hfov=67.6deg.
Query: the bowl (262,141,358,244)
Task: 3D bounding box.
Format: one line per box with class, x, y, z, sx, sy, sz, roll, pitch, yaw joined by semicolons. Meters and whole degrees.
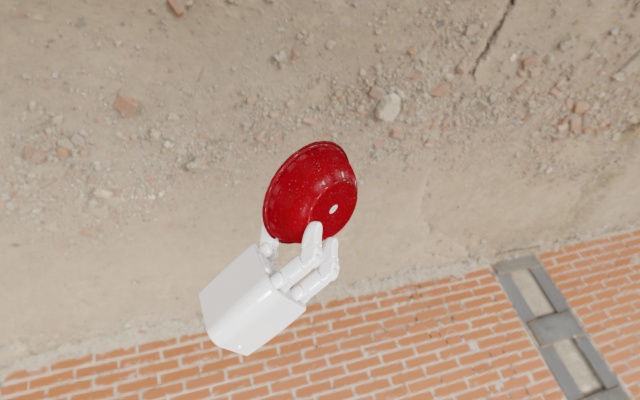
bowl;0.001;0.001;0.659;0.162;0.162;0.055;0;26;-48
